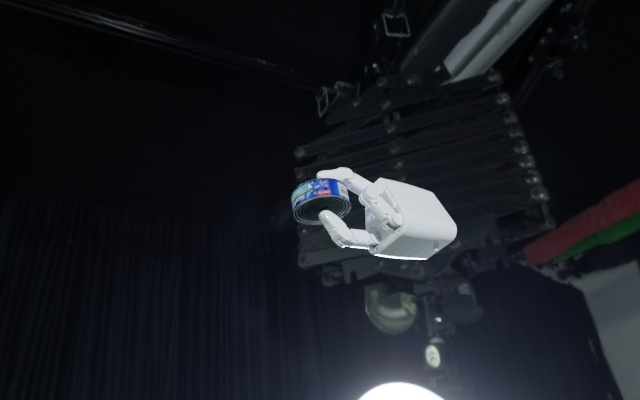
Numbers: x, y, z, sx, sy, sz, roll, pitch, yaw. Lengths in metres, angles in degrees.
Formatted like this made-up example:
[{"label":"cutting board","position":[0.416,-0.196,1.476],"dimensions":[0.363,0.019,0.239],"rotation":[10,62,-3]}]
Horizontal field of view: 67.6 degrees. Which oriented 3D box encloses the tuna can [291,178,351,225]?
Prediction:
[{"label":"tuna can","position":[0.000,0.002,0.708],"dimensions":[0.086,0.033,0.086],"rotation":[-8,-29,-5]}]
